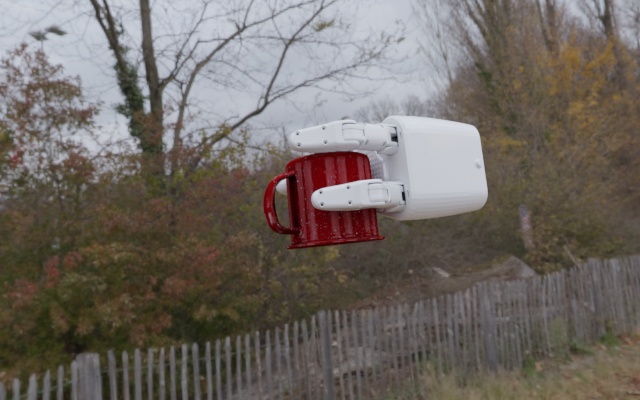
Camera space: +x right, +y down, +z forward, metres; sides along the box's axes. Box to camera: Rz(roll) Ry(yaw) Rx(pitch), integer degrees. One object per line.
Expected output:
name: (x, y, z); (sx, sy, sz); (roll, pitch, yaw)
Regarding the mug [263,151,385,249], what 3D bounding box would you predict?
mug: (-0.001, 0.001, 0.445); (0.117, 0.081, 0.093); (-2, -7, -32)
